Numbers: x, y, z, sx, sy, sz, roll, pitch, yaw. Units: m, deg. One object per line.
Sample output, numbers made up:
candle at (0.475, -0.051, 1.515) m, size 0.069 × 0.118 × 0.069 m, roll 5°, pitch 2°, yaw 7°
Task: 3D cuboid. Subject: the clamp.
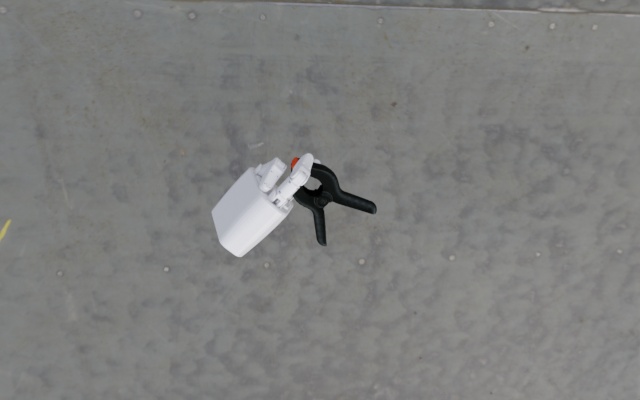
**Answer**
clamp at (0.000, 0.003, 0.806) m, size 0.171 × 0.120 × 0.039 m, roll 41°, pitch 12°, yaw -22°
